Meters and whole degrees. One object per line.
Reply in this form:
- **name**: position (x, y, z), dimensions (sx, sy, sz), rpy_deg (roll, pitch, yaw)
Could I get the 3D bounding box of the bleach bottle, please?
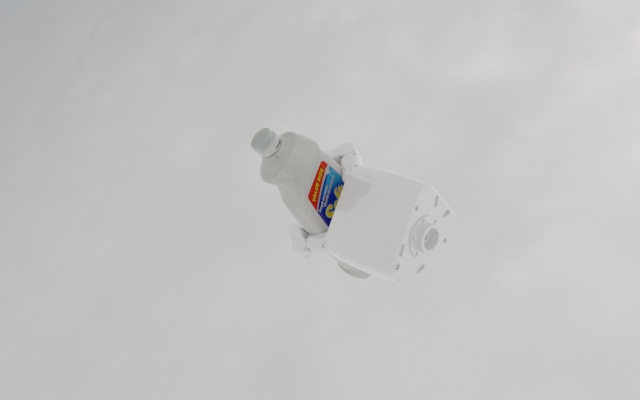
- **bleach bottle**: position (0.000, 0.002, 0.611), dimensions (0.068, 0.102, 0.251), rpy_deg (20, -17, 49)
